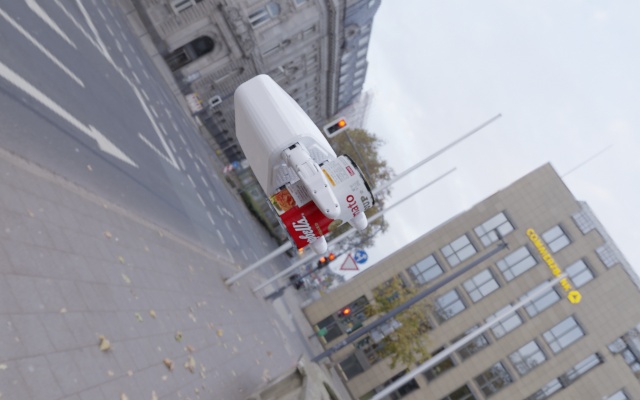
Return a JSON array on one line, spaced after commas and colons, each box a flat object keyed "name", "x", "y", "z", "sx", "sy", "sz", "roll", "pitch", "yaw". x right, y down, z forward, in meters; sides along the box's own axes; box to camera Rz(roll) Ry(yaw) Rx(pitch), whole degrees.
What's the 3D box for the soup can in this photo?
[{"name": "soup can", "x": 0.001, "y": 0.002, "z": 0.528, "sx": 0.102, "sy": 0.068, "sz": 0.068, "roll": -30, "pitch": 3, "yaw": -5}]
